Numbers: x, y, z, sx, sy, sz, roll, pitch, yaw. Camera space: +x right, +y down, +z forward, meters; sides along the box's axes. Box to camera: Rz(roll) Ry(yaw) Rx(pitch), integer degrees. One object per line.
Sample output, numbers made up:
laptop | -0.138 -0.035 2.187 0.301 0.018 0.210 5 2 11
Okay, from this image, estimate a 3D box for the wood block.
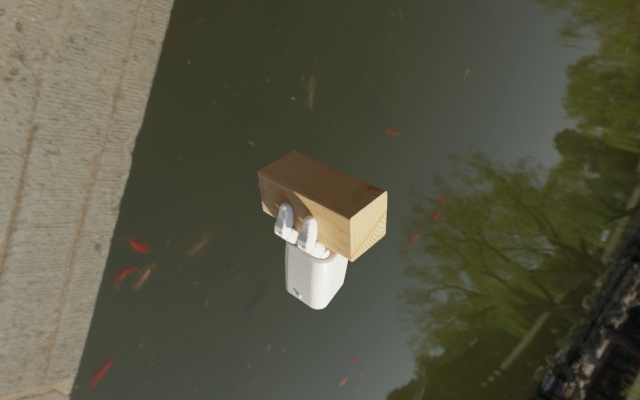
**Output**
wood block | 0.000 0.003 0.794 0.206 0.090 0.090 27 46 35
